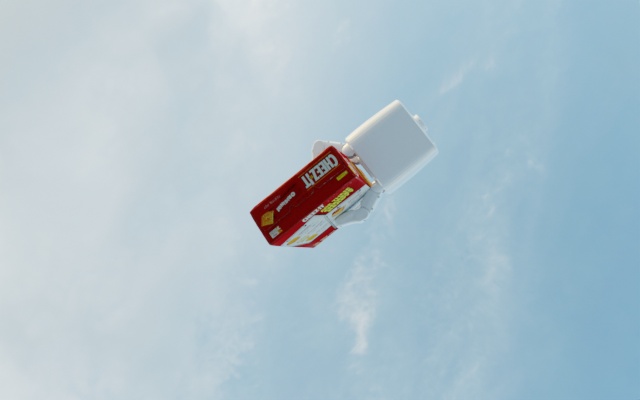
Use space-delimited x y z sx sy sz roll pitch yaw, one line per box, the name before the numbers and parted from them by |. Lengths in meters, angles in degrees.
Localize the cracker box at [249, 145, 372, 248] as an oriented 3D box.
cracker box | 0.000 0.003 0.790 0.164 0.072 0.214 -39 -16 9
